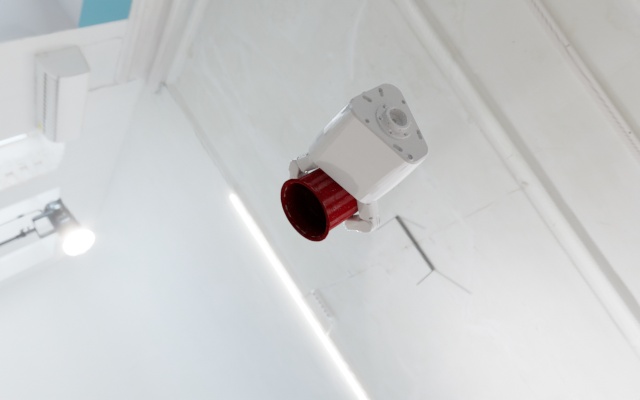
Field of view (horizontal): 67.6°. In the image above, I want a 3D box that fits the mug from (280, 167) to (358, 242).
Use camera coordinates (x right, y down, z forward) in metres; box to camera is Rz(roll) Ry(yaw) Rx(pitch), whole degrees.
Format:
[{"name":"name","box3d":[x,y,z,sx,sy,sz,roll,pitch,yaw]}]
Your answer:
[{"name":"mug","box3d":[0.000,0.003,0.666,0.081,0.093,0.117,-31,-7,-36]}]
